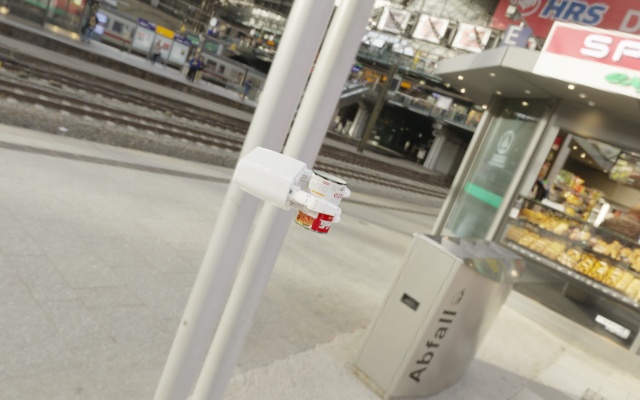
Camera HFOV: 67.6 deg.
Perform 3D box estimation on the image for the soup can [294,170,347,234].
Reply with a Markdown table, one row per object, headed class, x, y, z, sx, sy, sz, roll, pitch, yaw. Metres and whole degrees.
| class | x | y | z | sx | sy | sz | roll | pitch | yaw |
| --- | --- | --- | --- | --- | --- | --- | --- | --- | --- |
| soup can | 0.001 | 0.003 | 0.888 | 0.068 | 0.102 | 0.068 | 21 | 10 | -4 |
